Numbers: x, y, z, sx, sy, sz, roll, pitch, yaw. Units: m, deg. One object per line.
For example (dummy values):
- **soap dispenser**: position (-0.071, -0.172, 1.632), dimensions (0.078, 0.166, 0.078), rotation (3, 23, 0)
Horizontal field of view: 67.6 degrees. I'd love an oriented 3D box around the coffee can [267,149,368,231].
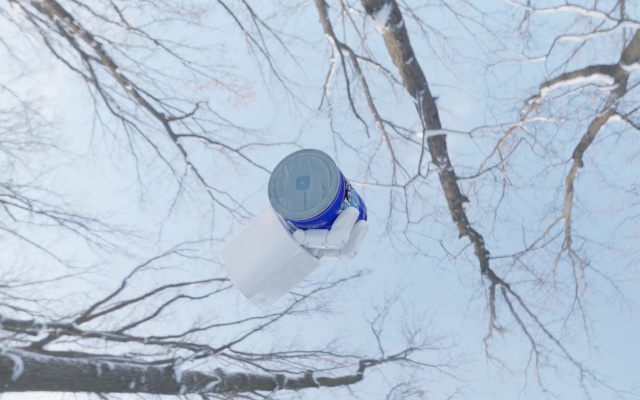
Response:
- **coffee can**: position (0.000, 0.002, 0.691), dimensions (0.103, 0.102, 0.140), rotation (0, -22, 23)
